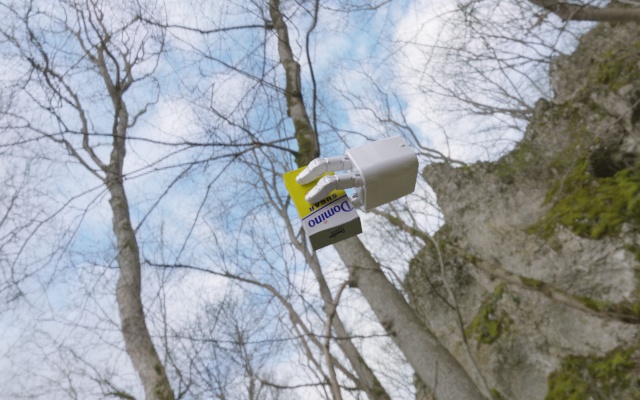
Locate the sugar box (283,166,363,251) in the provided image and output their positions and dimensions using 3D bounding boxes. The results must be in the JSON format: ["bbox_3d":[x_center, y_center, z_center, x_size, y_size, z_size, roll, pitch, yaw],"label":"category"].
[{"bbox_3d":[0.000,0.002,0.848,0.093,0.048,0.176,-21,41,-6],"label":"sugar box"}]
